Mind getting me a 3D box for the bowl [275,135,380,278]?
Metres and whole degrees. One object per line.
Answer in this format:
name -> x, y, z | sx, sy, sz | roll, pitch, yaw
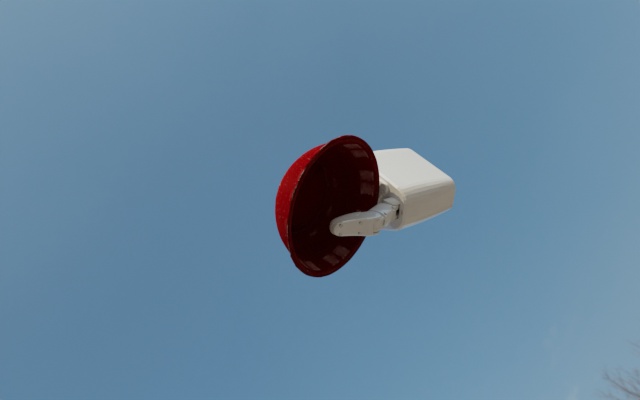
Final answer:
bowl -> -0.001, 0.002, 0.538 | 0.055, 0.162, 0.162 | 19, 11, 36
